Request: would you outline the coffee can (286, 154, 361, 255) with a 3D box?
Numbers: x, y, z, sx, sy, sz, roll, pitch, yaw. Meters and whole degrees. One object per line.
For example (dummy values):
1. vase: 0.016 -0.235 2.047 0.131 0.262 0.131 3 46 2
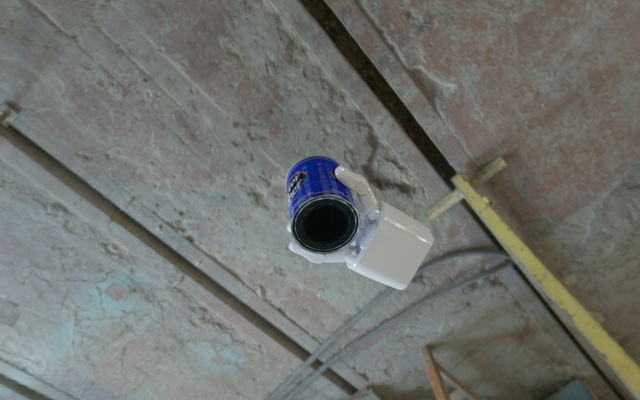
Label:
1. coffee can: 0.000 0.002 0.747 0.103 0.103 0.140 0 29 -7
